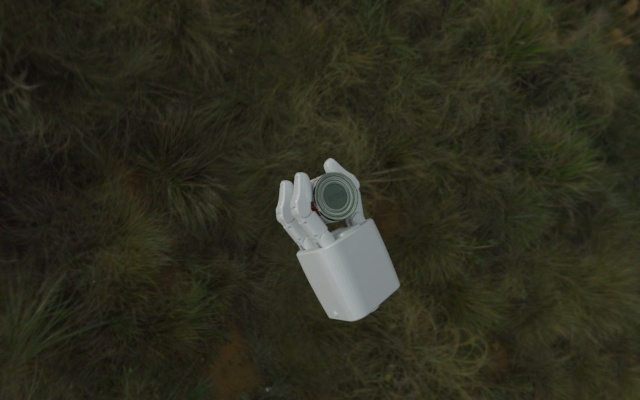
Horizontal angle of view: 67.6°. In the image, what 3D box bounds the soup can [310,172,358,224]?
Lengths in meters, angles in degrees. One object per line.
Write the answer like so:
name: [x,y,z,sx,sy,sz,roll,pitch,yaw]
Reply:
soup can: [0.000,0.002,0.672,0.068,0.068,0.102,0,-9,-25]
